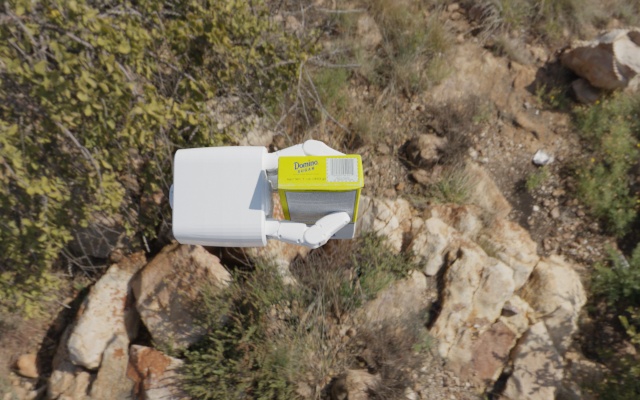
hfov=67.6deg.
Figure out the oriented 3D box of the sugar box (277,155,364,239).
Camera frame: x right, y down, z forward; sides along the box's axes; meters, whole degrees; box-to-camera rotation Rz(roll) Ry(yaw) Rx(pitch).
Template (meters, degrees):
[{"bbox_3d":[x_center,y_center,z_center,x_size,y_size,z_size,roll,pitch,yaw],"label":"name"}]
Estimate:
[{"bbox_3d":[0.000,0.001,0.592,0.093,0.048,0.176,0,-20,0],"label":"sugar box"}]
